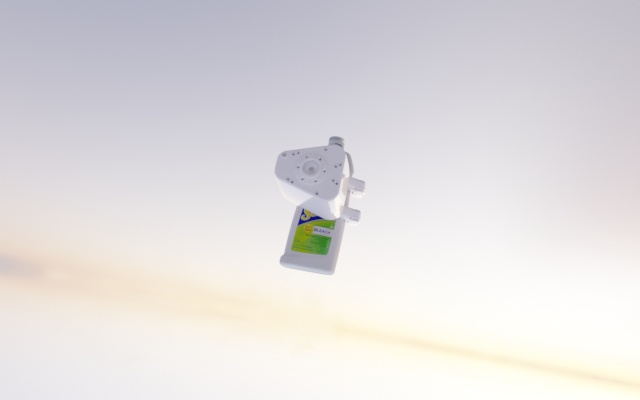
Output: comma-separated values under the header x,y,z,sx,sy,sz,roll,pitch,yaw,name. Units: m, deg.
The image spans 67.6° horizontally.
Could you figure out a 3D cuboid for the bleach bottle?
x,y,z,sx,sy,sz,roll,pitch,yaw,name
0.000,0.003,0.864,0.102,0.250,0.068,9,-14,7,bleach bottle
